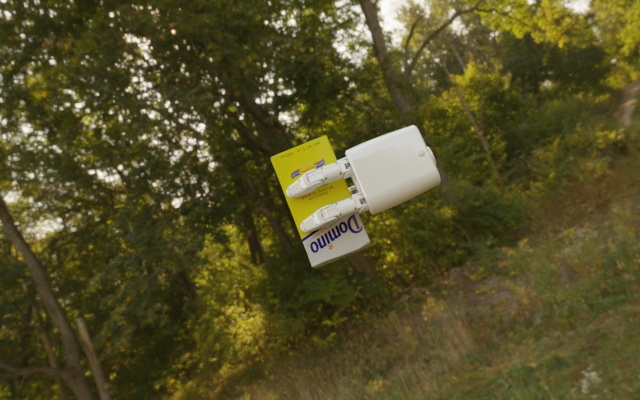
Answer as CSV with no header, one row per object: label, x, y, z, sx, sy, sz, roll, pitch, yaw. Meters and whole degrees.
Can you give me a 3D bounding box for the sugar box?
sugar box,0.000,0.002,0.709,0.093,0.176,0.048,-23,-13,1
